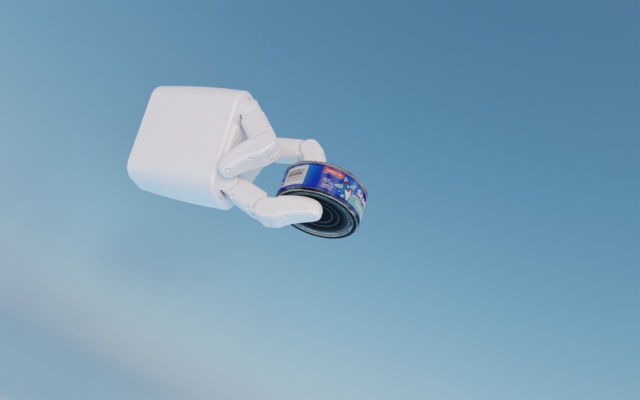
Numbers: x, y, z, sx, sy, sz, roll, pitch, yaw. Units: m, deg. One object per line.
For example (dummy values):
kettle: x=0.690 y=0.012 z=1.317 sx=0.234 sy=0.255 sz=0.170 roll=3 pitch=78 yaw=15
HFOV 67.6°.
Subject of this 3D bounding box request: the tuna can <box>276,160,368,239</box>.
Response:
tuna can: x=0.000 y=0.002 z=0.460 sx=0.086 sy=0.033 sz=0.086 roll=14 pitch=-32 yaw=9
